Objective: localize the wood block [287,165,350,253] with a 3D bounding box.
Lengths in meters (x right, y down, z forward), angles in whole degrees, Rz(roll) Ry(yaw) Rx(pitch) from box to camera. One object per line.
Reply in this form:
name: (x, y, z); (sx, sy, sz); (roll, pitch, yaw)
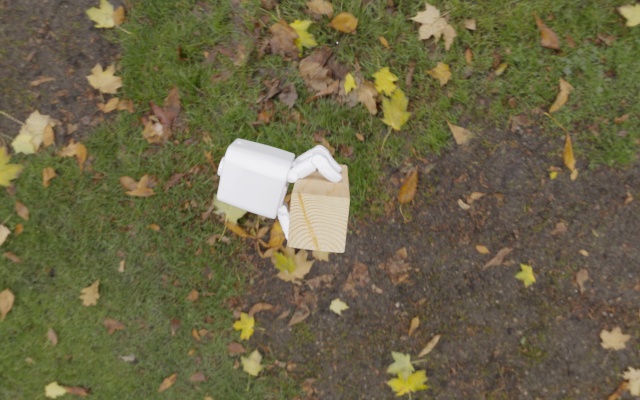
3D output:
wood block: (0.000, 0.003, 0.813); (0.090, 0.091, 0.206); (6, 18, 0)
